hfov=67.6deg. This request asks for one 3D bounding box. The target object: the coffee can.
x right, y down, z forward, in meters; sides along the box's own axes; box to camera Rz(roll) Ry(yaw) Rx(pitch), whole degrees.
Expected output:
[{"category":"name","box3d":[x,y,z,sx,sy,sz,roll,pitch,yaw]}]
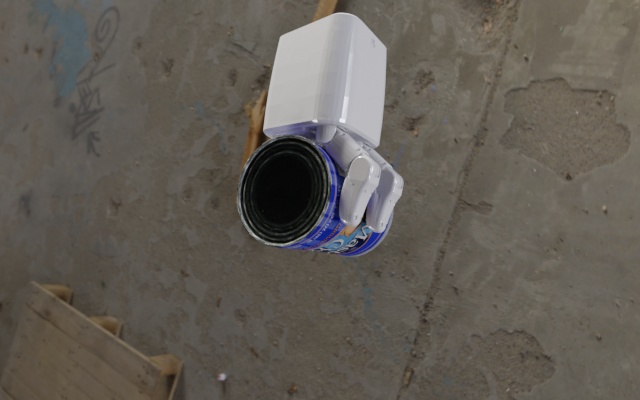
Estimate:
[{"category":"coffee can","box3d":[0.000,0.002,0.484,0.103,0.103,0.140,0,-9,31]}]
